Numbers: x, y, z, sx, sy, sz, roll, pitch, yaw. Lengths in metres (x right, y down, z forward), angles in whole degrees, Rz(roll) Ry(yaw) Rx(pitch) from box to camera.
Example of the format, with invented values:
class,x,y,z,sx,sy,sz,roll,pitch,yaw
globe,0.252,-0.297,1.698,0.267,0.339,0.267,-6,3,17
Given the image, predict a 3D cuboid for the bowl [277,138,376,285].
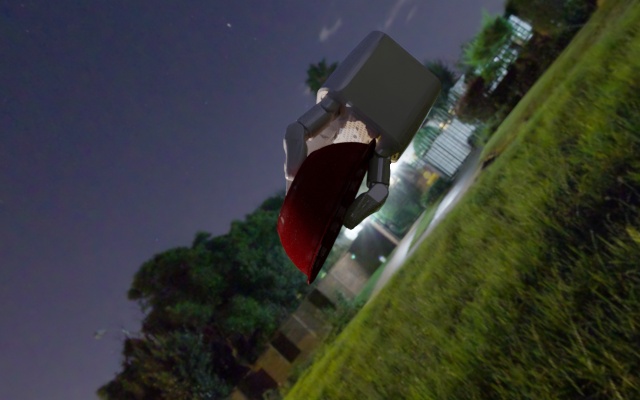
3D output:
class,x,y,z,sx,sy,sz,roll,pitch,yaw
bowl,-0.001,0.002,0.488,0.055,0.162,0.162,24,3,7
